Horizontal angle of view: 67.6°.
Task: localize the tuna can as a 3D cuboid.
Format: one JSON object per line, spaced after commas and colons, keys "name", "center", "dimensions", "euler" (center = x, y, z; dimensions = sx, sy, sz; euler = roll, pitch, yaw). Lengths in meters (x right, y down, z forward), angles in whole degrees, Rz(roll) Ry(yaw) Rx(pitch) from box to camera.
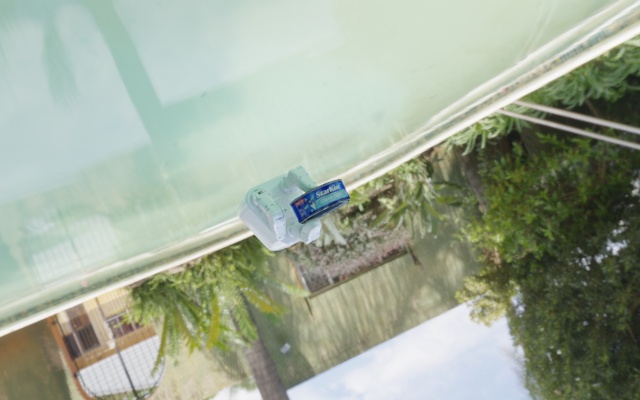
{"name": "tuna can", "center": [0.000, 0.003, 0.702], "dimensions": [0.086, 0.033, 0.086], "euler": [-25, -7, -3]}
